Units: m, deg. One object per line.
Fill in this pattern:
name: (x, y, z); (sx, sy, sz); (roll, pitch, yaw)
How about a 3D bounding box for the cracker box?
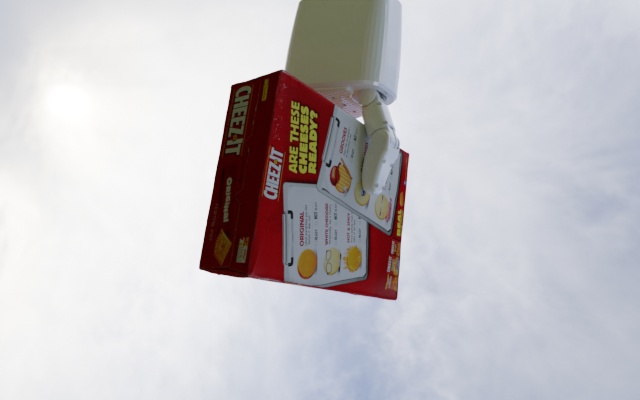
cracker box: (0.000, 0.002, 0.453); (0.072, 0.164, 0.214); (-2, -15, 39)
